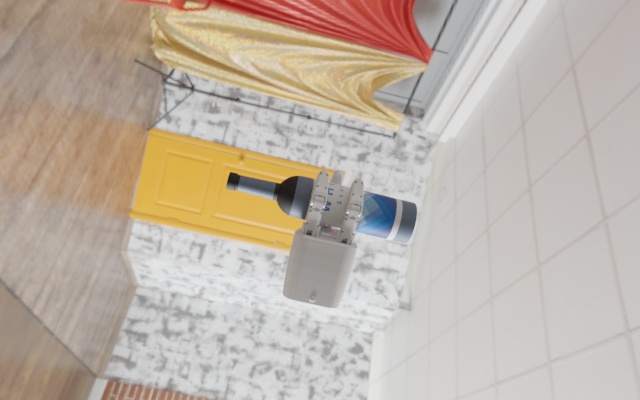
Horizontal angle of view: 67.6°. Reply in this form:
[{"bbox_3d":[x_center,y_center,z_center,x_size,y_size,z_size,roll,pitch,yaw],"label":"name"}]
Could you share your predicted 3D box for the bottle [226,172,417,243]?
[{"bbox_3d":[0.000,0.002,0.750,0.296,0.069,0.069,13,-1,-5],"label":"bottle"}]
